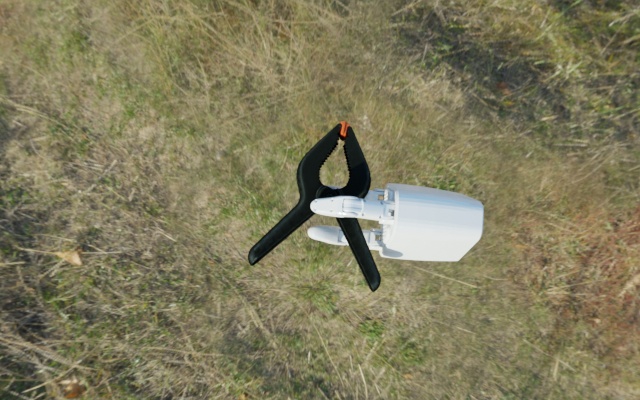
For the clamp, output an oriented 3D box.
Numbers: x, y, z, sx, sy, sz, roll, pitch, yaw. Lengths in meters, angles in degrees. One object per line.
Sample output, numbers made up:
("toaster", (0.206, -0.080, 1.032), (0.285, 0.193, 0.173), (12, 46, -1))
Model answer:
("clamp", (0.000, 0.001, 0.598), (0.164, 0.210, 0.036), (6, -10, -3))
